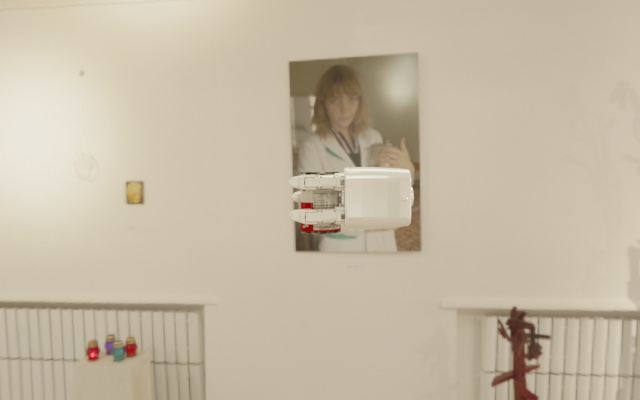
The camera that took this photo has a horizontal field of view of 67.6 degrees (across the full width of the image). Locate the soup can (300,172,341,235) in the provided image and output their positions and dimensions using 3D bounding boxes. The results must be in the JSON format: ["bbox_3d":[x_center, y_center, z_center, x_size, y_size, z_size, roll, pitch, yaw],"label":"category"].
[{"bbox_3d":[0.000,0.002,0.804,0.068,0.102,0.068,-1,4,0],"label":"soup can"}]
